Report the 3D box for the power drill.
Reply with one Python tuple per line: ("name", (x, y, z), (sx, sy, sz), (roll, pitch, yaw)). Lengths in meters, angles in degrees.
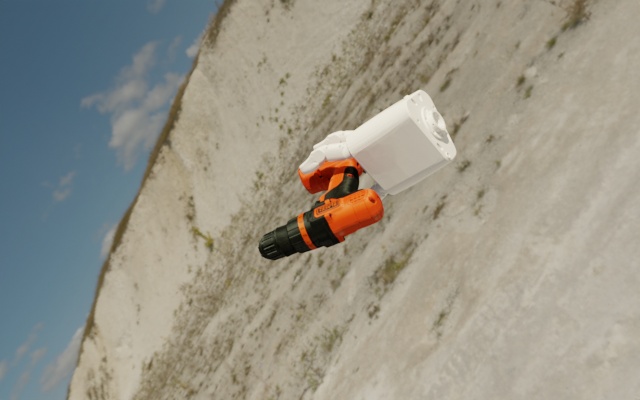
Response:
("power drill", (0.000, 0.002, 0.706), (0.184, 0.057, 0.187), (-21, 30, 15))
